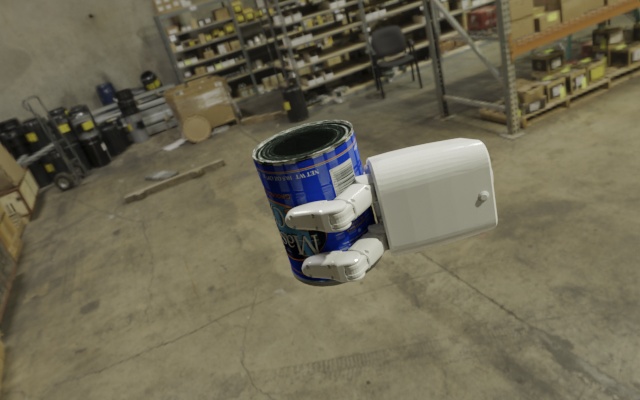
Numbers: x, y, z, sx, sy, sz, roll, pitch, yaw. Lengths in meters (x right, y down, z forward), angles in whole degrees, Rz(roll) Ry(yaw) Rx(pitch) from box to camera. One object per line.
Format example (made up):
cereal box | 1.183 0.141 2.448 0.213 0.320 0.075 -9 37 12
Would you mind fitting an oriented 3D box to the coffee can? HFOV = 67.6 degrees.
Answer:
coffee can | 0.000 0.002 0.492 0.103 0.140 0.102 -14 25 6
